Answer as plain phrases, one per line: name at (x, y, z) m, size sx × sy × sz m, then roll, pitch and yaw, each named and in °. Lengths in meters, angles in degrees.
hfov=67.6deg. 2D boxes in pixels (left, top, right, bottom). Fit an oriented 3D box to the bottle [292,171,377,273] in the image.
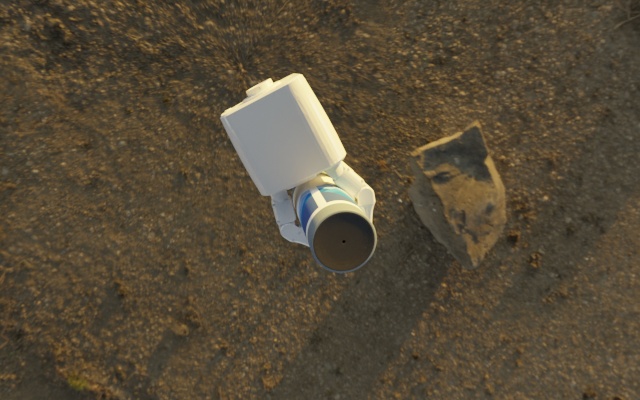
bottle at (0.000, 0.002, 0.607) m, size 0.069 × 0.069 × 0.295 m, roll 0°, pitch 15°, yaw -9°
